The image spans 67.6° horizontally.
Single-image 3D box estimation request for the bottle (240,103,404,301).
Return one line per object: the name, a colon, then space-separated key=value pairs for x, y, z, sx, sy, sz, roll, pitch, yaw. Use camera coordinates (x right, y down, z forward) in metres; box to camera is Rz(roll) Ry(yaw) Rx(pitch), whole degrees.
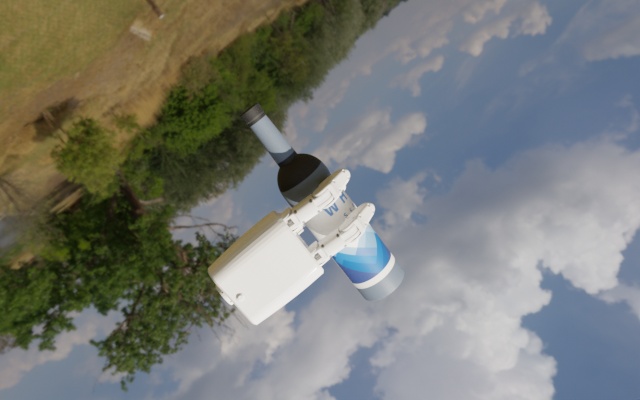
bottle: x=0.000 y=0.002 z=0.614 sx=0.069 sy=0.296 sz=0.069 roll=-34 pitch=16 yaw=11
